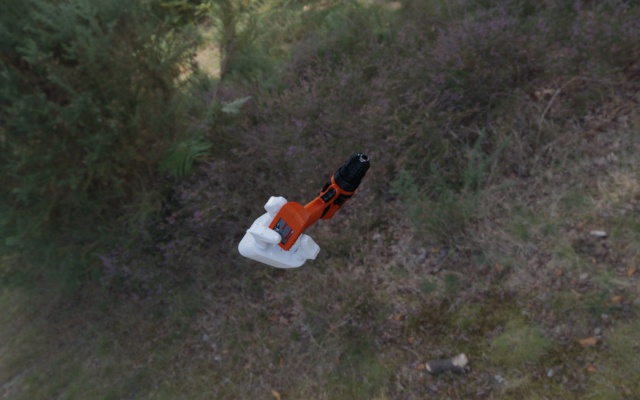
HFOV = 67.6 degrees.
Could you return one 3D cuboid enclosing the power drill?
[{"bbox_3d":[0.000,0.003,0.868,0.187,0.057,0.184,-33,-16,-42],"label":"power drill"}]
